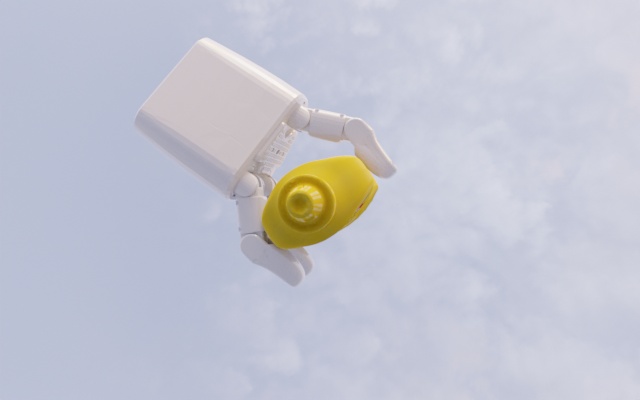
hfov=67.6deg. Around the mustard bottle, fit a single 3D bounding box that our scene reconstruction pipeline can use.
[{"bbox_3d":[0.000,0.002,0.402,0.096,0.058,0.191,-33,-5,7],"label":"mustard bottle"}]
